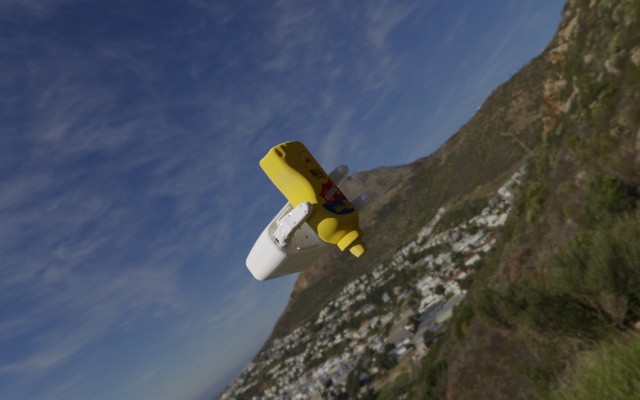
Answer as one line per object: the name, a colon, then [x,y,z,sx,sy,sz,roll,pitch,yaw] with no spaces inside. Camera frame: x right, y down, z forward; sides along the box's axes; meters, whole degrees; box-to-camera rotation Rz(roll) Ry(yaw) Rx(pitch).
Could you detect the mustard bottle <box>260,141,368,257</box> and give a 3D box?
mustard bottle: [0.000,0.002,0.688,0.058,0.191,0.096,-44,-12,24]
